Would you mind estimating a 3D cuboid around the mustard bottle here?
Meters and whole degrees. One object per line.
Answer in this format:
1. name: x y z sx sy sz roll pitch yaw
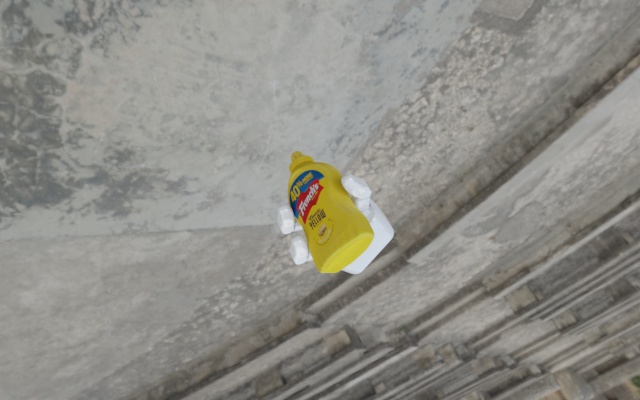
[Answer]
1. mustard bottle: 0.000 0.002 0.693 0.058 0.191 0.096 7 -44 -43
